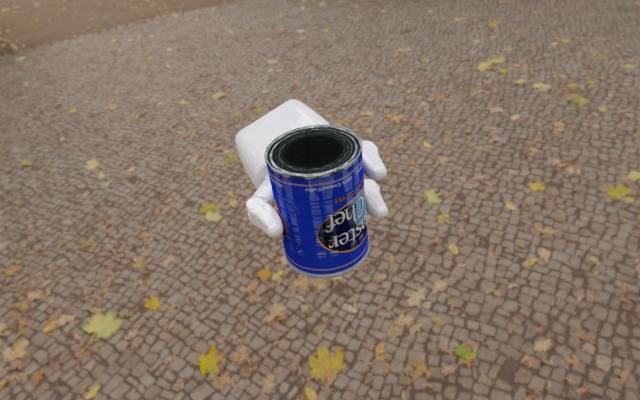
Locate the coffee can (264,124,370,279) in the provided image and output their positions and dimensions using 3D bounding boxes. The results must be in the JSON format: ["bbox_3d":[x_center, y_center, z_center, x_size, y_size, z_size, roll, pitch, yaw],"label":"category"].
[{"bbox_3d":[0.000,0.002,0.531,0.103,0.140,0.102,-5,37,4],"label":"coffee can"}]
